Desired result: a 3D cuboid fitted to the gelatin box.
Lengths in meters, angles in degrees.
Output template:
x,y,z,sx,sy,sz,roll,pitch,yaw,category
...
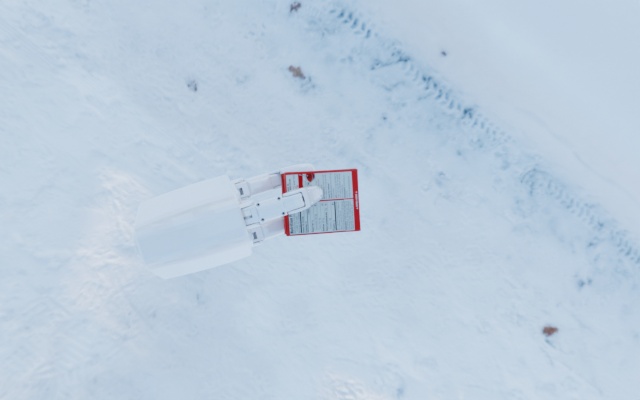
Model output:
x,y,z,sx,sy,sz,roll,pitch,yaw,category
0.000,0.002,0.556,0.089,0.073,0.030,-4,1,-8,gelatin box
